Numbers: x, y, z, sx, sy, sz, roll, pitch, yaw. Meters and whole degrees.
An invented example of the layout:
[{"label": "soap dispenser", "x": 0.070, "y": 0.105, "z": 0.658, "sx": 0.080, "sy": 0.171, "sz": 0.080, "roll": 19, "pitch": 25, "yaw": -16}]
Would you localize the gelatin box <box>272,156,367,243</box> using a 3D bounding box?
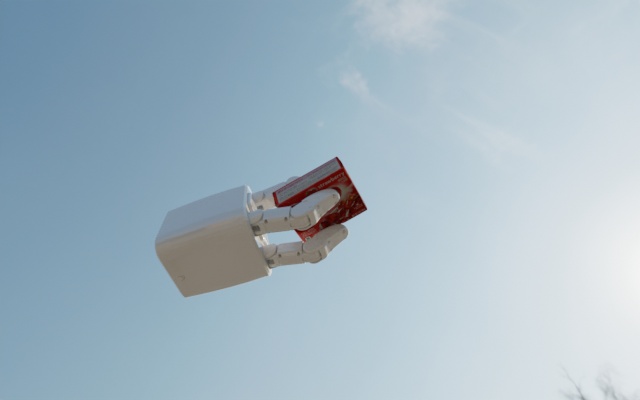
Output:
[{"label": "gelatin box", "x": 0.000, "y": 0.001, "z": 0.557, "sx": 0.089, "sy": 0.073, "sz": 0.030, "roll": -30, "pitch": 38, "yaw": 5}]
